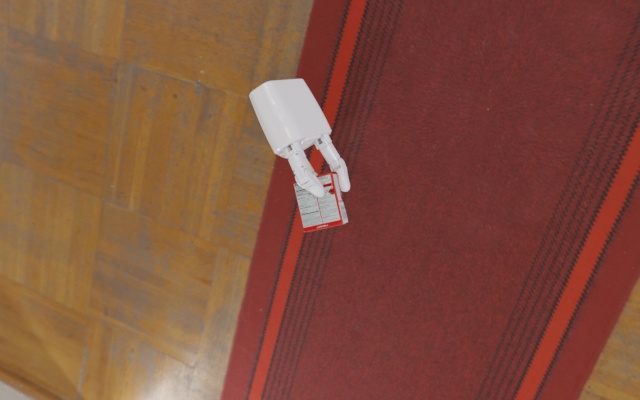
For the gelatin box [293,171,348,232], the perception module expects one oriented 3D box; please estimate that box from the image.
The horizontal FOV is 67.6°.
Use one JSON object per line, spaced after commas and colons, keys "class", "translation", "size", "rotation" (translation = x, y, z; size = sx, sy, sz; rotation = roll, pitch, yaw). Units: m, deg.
{"class": "gelatin box", "translation": [0.000, 0.003, 0.796], "size": [0.073, 0.089, 0.030], "rotation": [-14, -2, 23]}
